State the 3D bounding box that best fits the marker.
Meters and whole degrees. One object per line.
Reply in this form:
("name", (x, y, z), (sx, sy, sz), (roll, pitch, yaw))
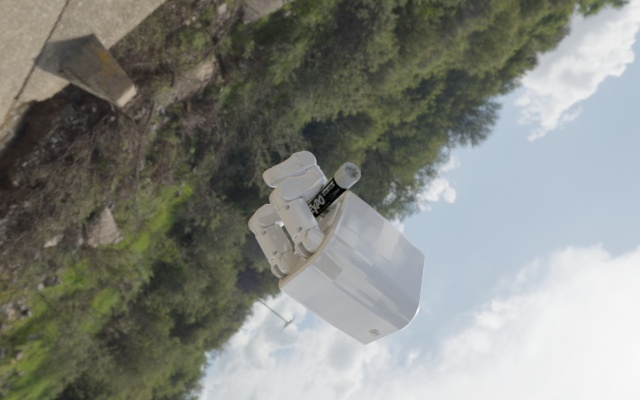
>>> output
("marker", (0.000, 0.001, 0.461), (0.020, 0.020, 0.121), (0, -27, -30))
